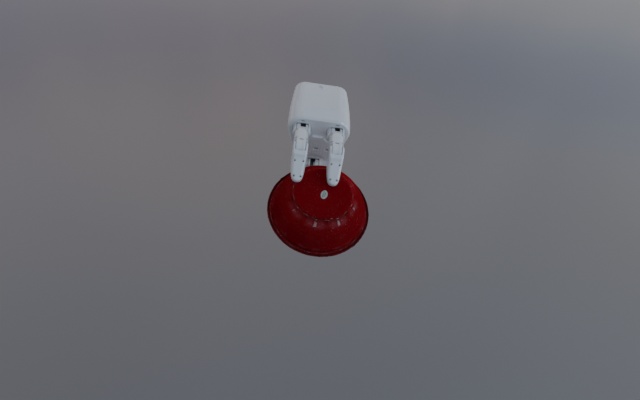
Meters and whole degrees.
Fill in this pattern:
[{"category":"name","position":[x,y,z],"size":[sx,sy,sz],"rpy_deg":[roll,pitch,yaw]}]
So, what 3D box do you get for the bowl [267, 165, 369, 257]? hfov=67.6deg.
[{"category":"bowl","position":[0.000,0.003,0.731],"size":[0.162,0.162,0.055],"rpy_deg":[0,-29,-9]}]
